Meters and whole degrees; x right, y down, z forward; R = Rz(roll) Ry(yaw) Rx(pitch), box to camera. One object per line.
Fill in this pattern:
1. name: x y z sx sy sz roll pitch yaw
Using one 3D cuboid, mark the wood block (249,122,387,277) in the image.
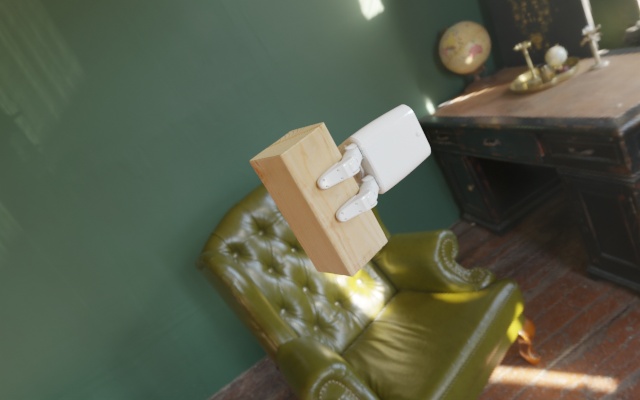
1. wood block: 0.000 0.002 0.703 0.090 0.206 0.091 -41 21 -29
